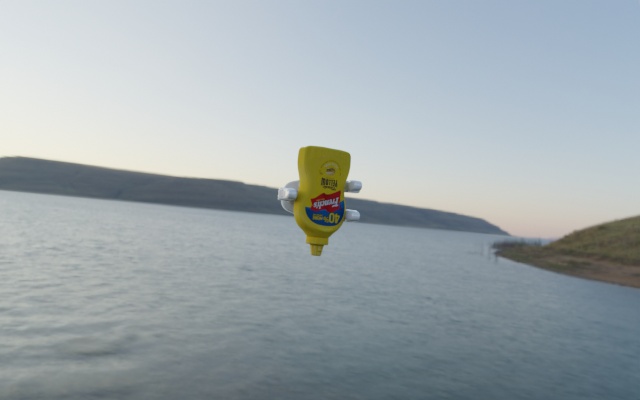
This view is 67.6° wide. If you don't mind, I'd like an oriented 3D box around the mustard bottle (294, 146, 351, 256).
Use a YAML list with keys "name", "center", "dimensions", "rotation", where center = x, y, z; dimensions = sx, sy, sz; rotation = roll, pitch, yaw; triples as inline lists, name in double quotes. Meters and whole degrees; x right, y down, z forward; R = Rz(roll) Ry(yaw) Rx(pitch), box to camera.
- name: "mustard bottle"
  center: [0.000, 0.003, 0.854]
  dimensions: [0.096, 0.191, 0.058]
  rotation: [7, -3, -30]
